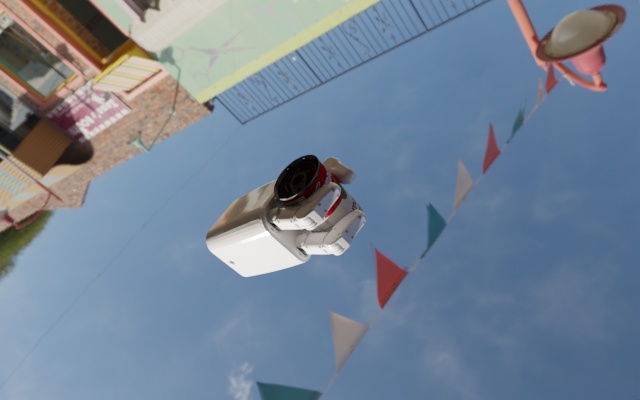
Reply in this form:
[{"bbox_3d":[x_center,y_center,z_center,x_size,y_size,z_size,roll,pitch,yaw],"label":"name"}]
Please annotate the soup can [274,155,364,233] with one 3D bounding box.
[{"bbox_3d":[0.001,0.002,0.591,0.068,0.068,0.102,0,-37,47],"label":"soup can"}]
